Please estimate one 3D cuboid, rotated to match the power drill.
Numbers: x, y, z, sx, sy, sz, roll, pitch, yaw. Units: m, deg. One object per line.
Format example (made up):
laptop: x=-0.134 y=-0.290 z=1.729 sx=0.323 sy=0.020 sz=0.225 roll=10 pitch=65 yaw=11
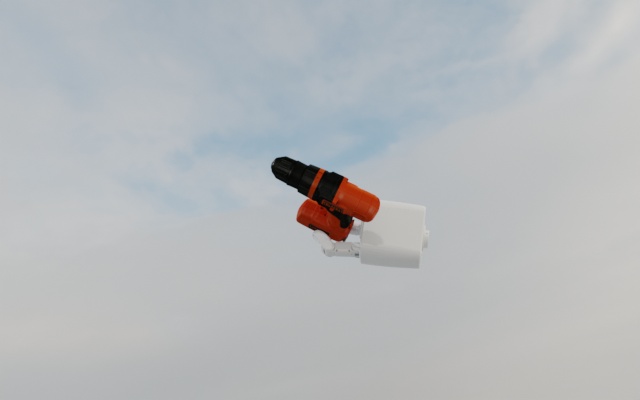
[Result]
power drill: x=0.000 y=0.003 z=0.819 sx=0.184 sy=0.057 sz=0.188 roll=27 pitch=-18 yaw=4
